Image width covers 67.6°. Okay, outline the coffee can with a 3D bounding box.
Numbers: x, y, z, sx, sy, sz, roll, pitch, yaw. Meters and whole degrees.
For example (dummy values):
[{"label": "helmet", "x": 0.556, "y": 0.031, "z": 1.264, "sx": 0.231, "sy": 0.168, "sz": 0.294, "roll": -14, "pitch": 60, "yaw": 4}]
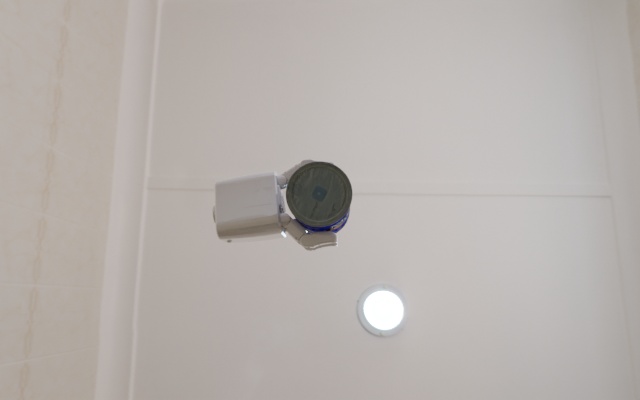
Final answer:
[{"label": "coffee can", "x": 0.000, "y": 0.002, "z": 0.798, "sx": 0.103, "sy": 0.102, "sz": 0.140, "roll": 0, "pitch": -11, "yaw": 2}]
